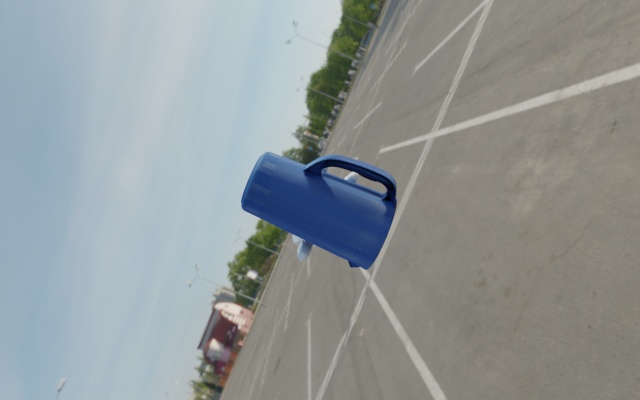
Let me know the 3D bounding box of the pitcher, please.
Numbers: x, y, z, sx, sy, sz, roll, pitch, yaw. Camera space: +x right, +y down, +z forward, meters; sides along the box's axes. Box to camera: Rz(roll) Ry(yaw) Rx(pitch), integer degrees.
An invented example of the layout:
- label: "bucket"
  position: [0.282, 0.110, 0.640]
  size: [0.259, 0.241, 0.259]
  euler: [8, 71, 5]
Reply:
- label: "pitcher"
  position: [0.000, 0.003, 0.798]
  size: [0.243, 0.149, 0.145]
  euler: [23, -14, -3]
